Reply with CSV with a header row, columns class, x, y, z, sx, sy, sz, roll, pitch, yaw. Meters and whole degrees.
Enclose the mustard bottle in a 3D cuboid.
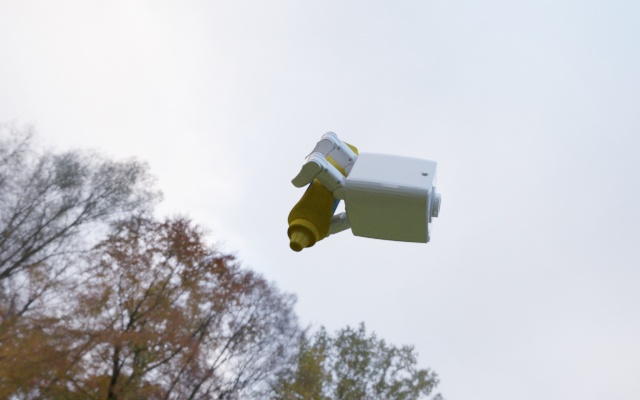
class,x,y,z,sx,sy,sz,roll,pitch,yaw
mustard bottle,0.000,0.002,0.664,0.058,0.096,0.191,26,42,2
